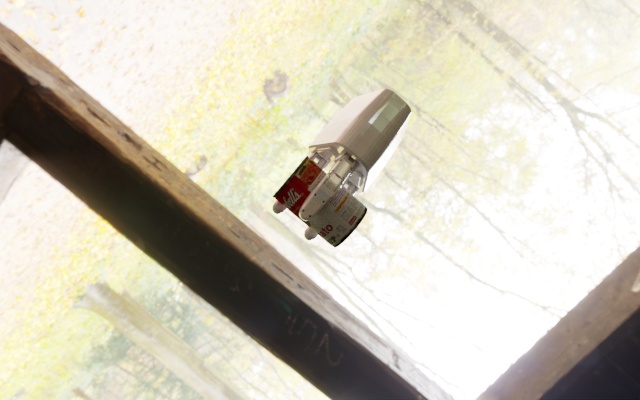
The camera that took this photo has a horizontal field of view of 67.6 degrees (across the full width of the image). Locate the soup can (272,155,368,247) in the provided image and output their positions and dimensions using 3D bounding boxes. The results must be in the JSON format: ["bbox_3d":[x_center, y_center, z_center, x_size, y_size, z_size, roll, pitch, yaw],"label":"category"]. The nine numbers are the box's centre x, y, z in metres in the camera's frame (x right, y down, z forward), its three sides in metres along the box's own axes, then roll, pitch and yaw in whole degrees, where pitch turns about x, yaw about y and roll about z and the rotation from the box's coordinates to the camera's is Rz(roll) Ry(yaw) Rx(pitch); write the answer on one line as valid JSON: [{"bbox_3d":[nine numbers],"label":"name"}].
[{"bbox_3d":[0.000,0.003,0.600,0.102,0.068,0.068,40,-4,-5],"label":"soup can"}]
